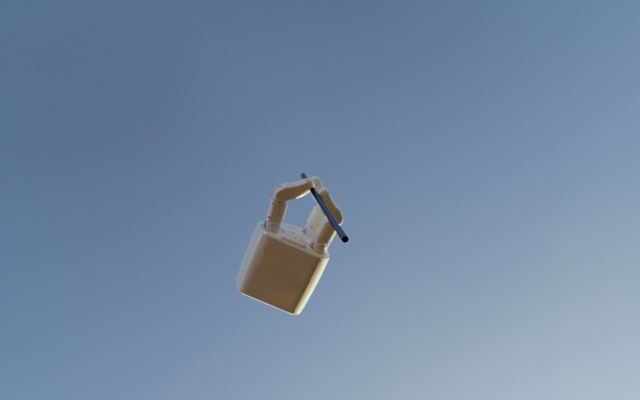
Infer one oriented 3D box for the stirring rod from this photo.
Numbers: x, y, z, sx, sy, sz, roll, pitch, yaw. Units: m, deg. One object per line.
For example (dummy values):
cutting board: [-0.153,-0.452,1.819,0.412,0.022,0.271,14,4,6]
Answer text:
stirring rod: [0.000,0.002,0.646,0.011,0.011,0.239,0,20,-14]
